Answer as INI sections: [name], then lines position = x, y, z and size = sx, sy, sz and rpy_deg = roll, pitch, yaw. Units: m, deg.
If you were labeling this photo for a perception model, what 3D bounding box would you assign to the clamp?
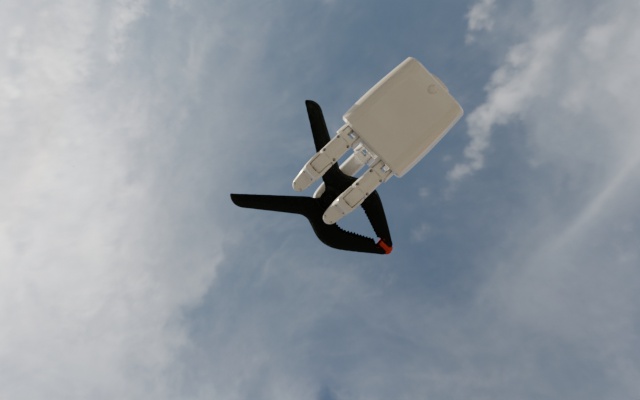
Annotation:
[clamp]
position = 0.001, 0.002, 0.604
size = 0.164, 0.210, 0.036
rpy_deg = -43, -1, 7
